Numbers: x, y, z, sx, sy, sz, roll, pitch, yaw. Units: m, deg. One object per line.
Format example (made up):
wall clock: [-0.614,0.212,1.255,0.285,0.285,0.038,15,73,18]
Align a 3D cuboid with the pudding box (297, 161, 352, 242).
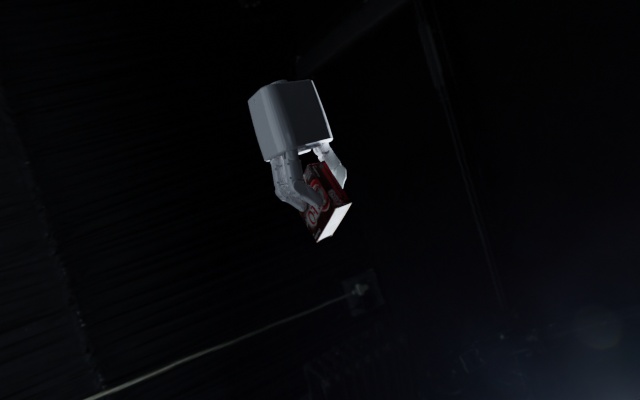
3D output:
pudding box: [0.000,0.003,0.795,0.039,0.090,0.114,-19,-25,-26]
